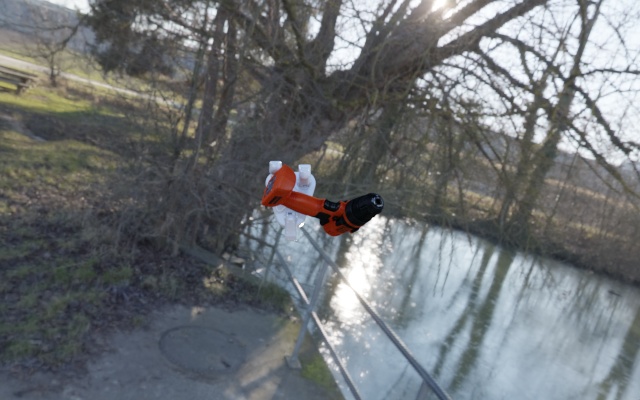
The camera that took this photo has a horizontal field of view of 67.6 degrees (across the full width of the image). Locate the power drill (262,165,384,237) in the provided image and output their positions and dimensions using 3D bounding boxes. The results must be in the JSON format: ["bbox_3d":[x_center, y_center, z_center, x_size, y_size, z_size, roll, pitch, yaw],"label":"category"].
[{"bbox_3d":[0.000,0.003,0.864,0.188,0.057,0.184,24,-27,-17],"label":"power drill"}]
